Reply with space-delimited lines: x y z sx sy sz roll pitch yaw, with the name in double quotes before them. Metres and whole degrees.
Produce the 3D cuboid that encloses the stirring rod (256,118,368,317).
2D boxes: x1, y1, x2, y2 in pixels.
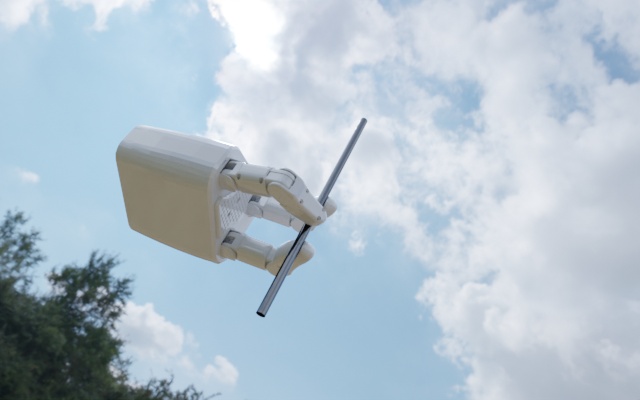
"stirring rod" 0.000 0.001 0.436 0.011 0.239 0.011 18 -37 14
